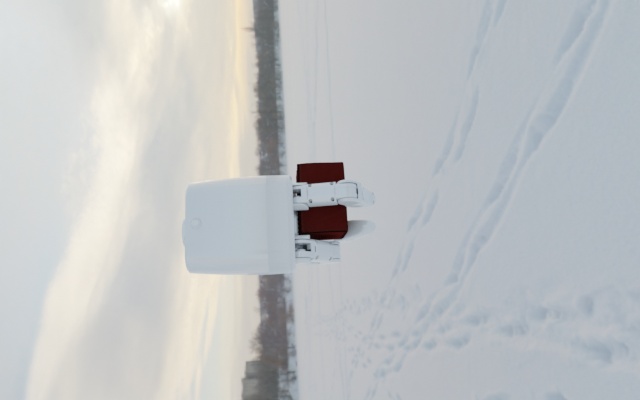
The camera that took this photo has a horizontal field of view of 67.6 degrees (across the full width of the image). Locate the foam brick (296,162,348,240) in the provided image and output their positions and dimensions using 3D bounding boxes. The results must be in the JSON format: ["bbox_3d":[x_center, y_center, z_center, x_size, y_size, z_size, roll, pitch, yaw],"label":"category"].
[{"bbox_3d":[0.000,0.001,0.520,0.051,0.078,0.053,-2,-13,-4],"label":"foam brick"}]
